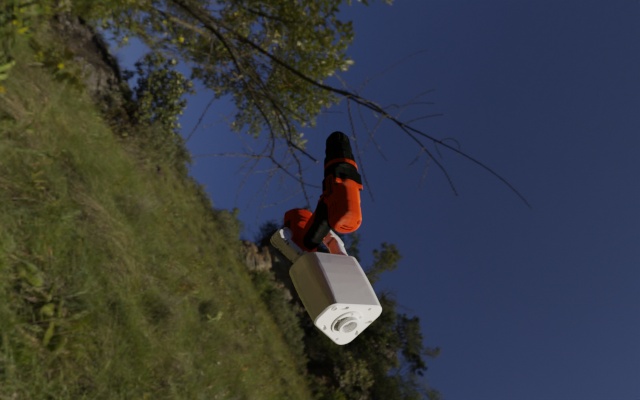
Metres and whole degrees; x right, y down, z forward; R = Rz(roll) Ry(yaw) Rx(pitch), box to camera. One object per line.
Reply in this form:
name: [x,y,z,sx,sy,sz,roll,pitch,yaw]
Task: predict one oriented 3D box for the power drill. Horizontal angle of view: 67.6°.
power drill: [0.000,0.003,0.776,0.057,0.184,0.188,15,-41,-21]
